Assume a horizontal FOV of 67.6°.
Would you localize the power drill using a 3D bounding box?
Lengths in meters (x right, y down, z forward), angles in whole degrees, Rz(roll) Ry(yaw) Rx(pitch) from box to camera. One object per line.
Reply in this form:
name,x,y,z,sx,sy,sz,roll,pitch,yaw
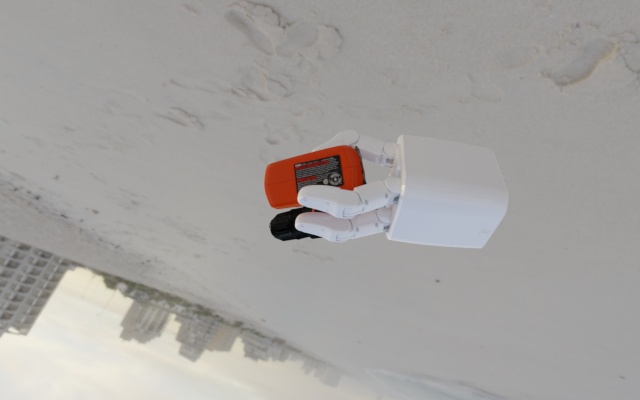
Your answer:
power drill,0.000,0.002,0.580,0.184,0.057,0.188,-14,-18,12
